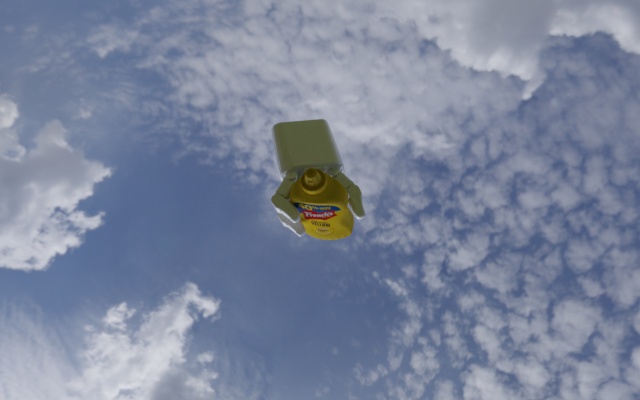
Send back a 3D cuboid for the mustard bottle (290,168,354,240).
[{"bbox_3d":[0.000,0.003,0.794,0.096,0.058,0.192,6,-27,13],"label":"mustard bottle"}]
